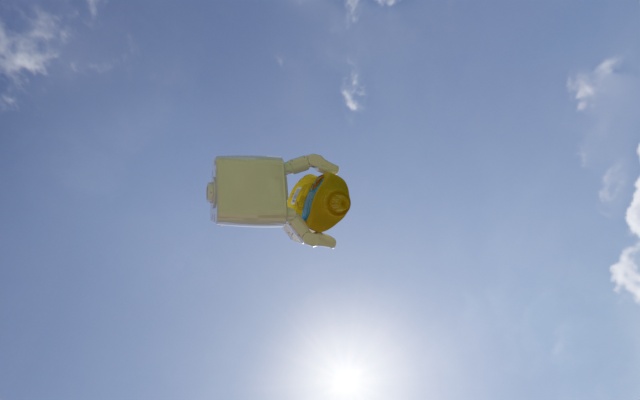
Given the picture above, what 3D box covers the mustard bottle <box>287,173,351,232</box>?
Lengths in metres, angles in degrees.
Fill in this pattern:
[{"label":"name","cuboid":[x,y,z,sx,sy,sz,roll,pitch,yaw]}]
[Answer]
[{"label":"mustard bottle","cuboid":[0.000,0.003,0.774,0.058,0.096,0.191,26,-8,-18]}]
